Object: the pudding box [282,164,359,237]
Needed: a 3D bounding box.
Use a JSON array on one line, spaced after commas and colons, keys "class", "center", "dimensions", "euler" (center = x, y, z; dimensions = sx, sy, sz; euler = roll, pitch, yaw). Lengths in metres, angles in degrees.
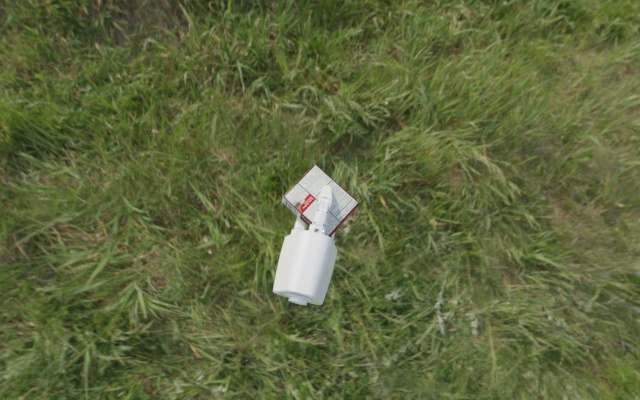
[{"class": "pudding box", "center": [0.000, 0.003, 0.871], "dimensions": [0.113, 0.090, 0.039], "euler": [42, -15, 4]}]
